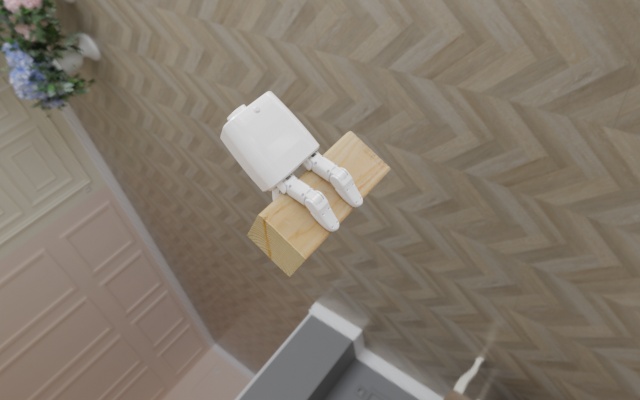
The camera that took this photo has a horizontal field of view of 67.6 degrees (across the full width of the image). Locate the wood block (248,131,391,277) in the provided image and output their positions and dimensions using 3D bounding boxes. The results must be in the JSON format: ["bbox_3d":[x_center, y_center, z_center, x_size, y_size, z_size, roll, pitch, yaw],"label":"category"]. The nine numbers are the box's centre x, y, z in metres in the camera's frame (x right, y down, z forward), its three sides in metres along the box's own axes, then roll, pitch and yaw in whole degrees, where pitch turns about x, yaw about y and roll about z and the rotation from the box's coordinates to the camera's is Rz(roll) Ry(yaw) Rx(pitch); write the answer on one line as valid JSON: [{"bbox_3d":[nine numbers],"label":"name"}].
[{"bbox_3d":[0.000,0.002,0.714,0.206,0.090,0.091,-45,-3,-29],"label":"wood block"}]
